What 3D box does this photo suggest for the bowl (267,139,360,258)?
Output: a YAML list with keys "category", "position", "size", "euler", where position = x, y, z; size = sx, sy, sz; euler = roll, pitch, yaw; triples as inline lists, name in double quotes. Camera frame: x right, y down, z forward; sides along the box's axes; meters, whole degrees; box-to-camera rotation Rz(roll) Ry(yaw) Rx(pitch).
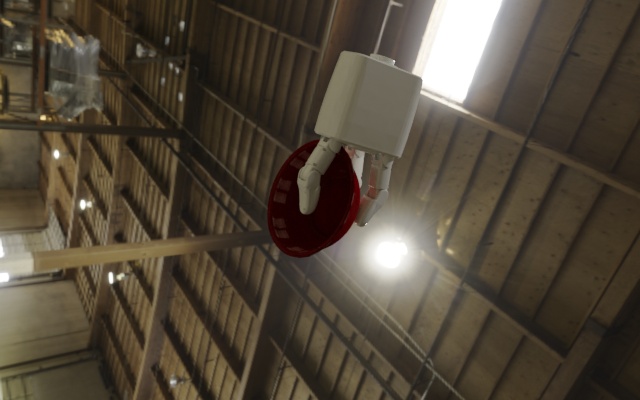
- category: "bowl"
  position: [0.000, 0.003, 0.644]
  size: [0.162, 0.162, 0.055]
  euler: [0, -16, 45]
